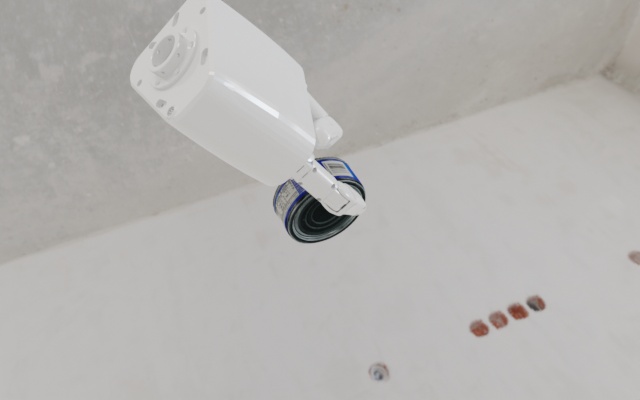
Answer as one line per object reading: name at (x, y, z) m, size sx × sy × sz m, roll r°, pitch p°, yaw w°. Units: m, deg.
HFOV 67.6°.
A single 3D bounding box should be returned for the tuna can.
tuna can at (0.000, 0.002, 0.459) m, size 0.086 × 0.086 × 0.033 m, roll 0°, pitch 42°, yaw -36°
